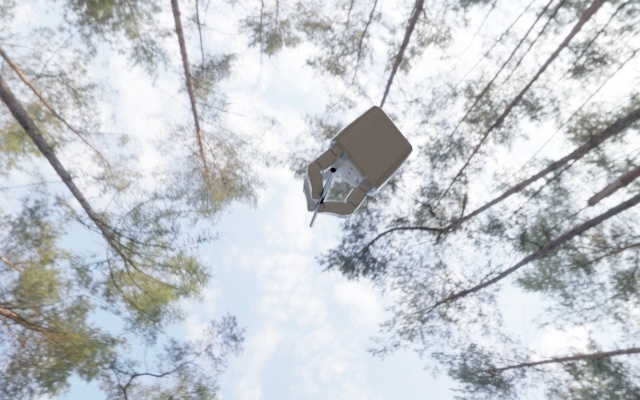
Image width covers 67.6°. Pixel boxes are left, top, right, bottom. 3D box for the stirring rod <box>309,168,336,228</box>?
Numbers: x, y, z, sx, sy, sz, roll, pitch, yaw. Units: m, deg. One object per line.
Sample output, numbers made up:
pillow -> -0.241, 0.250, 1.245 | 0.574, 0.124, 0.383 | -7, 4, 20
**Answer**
stirring rod -> 0.000, 0.002, 0.759 | 0.011, 0.011, 0.240 | 0, -21, -9
